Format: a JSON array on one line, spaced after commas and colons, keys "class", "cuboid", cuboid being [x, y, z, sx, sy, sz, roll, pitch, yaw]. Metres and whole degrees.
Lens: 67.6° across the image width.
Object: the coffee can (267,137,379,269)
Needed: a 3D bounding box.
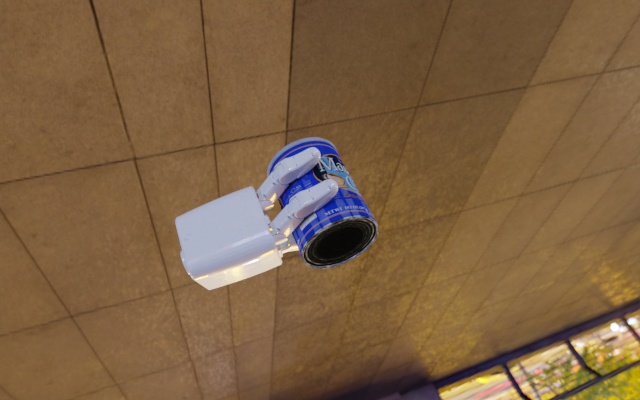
[{"class": "coffee can", "cuboid": [0.000, 0.002, 0.622, 0.103, 0.140, 0.103, -17, -35, -13]}]
